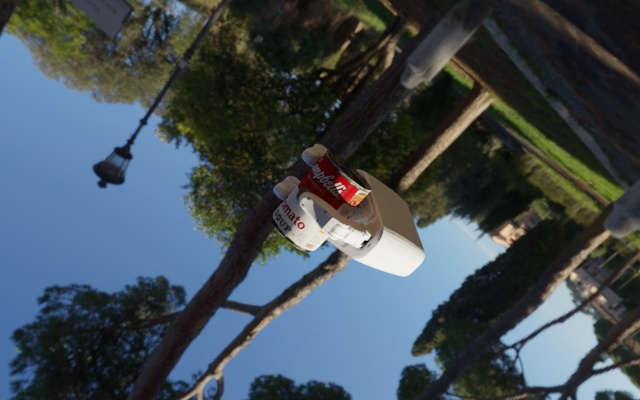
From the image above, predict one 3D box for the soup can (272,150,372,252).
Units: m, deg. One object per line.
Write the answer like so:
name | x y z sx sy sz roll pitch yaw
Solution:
soup can | 0.000 0.002 0.554 0.068 0.102 0.068 39 16 -13
